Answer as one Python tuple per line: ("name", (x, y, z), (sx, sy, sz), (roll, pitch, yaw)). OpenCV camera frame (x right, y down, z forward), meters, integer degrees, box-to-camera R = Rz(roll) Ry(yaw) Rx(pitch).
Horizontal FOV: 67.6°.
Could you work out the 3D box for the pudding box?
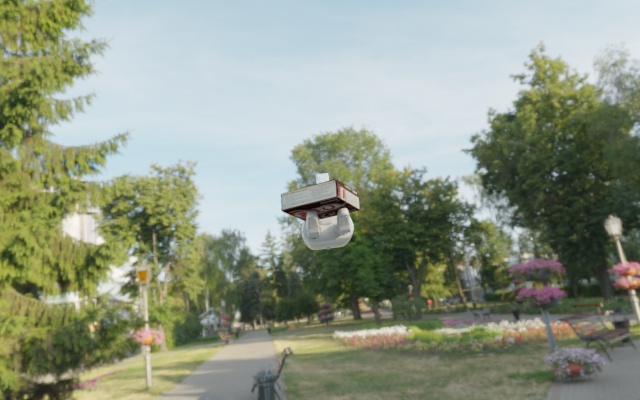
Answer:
("pudding box", (0.000, 0.003, 0.836), (0.113, 0.039, 0.090), (-16, -21, 25))
